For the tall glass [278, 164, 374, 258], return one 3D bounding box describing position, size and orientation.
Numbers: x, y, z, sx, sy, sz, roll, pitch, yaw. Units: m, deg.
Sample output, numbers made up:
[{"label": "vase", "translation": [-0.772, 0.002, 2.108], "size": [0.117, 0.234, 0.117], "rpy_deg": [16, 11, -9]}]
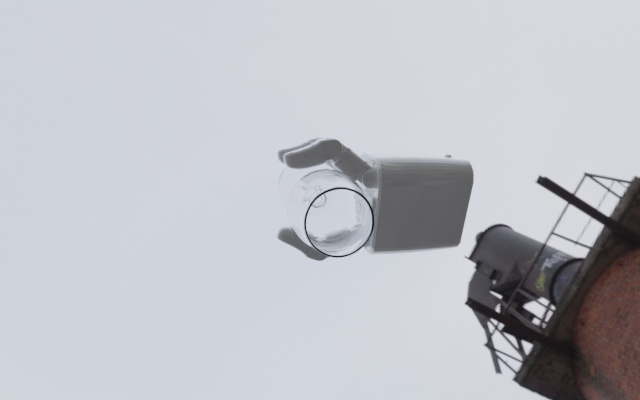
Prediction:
[{"label": "tall glass", "translation": [0.000, 0.002, 0.503], "size": [0.079, 0.079, 0.201], "rpy_deg": [0, 10, -9]}]
